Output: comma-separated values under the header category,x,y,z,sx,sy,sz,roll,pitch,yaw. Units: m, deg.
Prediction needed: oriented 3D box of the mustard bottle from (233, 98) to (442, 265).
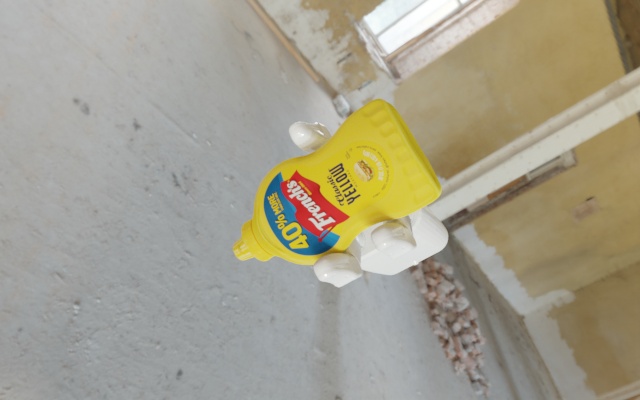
category,x,y,z,sx,sy,sz,roll,pitch,yaw
mustard bottle,0.000,0.001,0.419,0.192,0.096,0.058,-32,-5,19
